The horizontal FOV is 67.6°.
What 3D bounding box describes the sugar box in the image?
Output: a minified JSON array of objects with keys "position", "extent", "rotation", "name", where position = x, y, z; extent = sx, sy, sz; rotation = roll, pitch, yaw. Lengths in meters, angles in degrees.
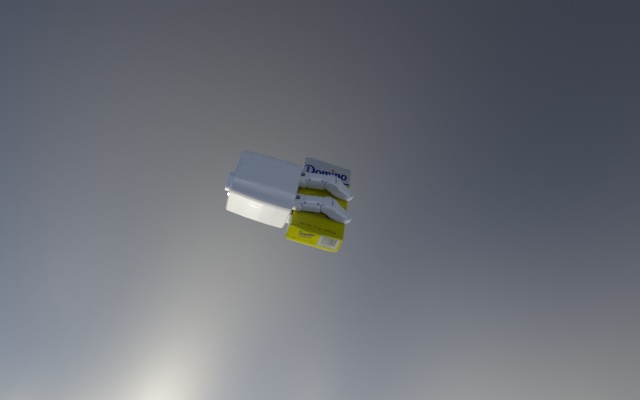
[{"position":[0.000,0.002,0.846],"extent":[0.093,0.176,0.048],"rotation":[17,-43,-8],"name":"sugar box"}]
